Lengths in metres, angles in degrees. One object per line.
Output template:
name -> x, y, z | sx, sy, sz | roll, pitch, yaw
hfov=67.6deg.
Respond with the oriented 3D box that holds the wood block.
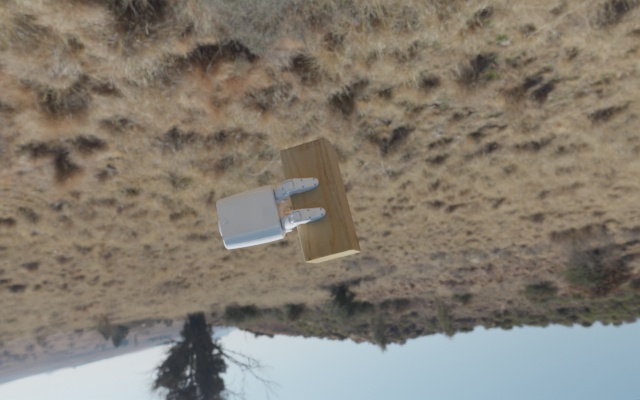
wood block -> 0.000, 0.003, 0.876 | 0.090, 0.206, 0.091 | -16, -12, 11
